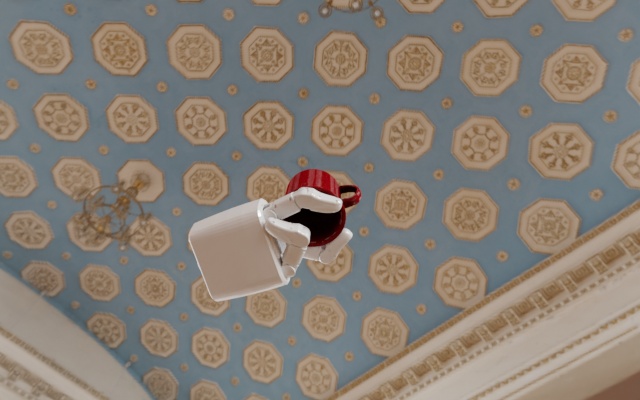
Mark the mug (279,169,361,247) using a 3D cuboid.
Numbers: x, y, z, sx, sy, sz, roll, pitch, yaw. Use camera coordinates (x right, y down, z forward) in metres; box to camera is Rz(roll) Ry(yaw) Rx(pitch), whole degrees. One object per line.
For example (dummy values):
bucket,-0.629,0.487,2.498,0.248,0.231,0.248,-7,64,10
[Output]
mug,0.001,0.002,0.676,0.117,0.093,0.081,-18,24,10
